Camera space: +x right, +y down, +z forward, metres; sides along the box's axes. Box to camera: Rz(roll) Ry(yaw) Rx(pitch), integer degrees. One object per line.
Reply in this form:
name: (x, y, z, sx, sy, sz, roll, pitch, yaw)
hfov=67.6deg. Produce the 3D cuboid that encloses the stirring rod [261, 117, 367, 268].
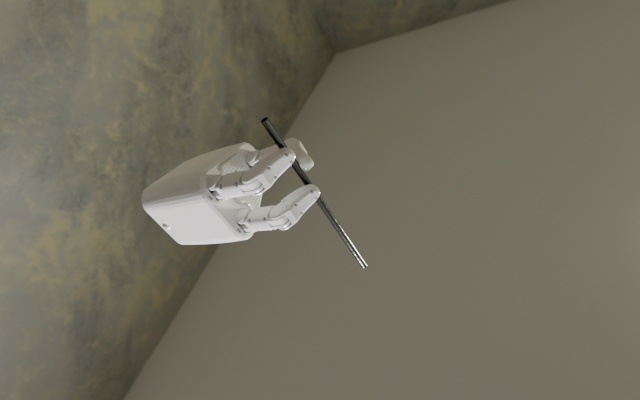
stirring rod: (0.000, 0.002, 0.543, 0.011, 0.011, 0.240, 0, -43, 39)
